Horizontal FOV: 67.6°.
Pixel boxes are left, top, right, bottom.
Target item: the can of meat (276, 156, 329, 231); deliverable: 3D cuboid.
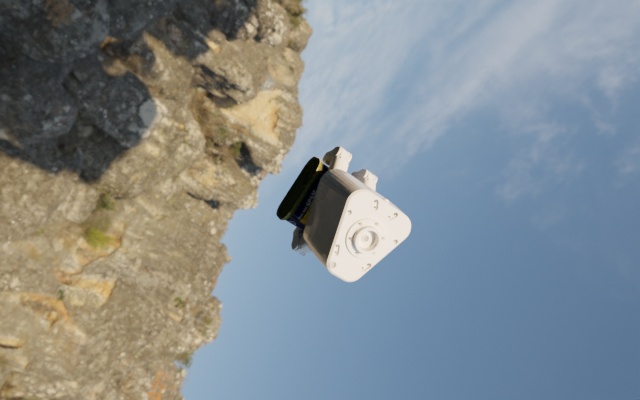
[{"bbox_3d":[0.000,0.002,0.689,0.084,0.102,0.057,32,1,-21],"label":"can of meat"}]
